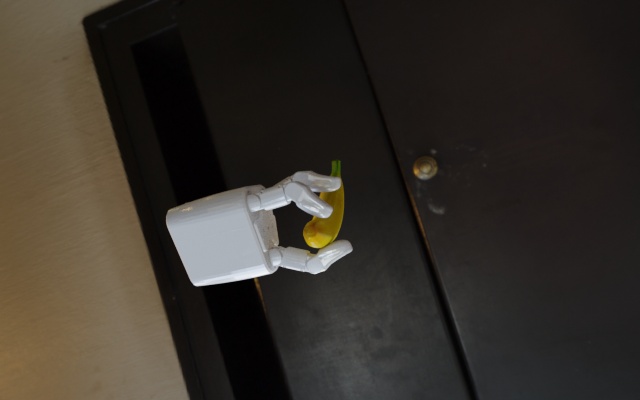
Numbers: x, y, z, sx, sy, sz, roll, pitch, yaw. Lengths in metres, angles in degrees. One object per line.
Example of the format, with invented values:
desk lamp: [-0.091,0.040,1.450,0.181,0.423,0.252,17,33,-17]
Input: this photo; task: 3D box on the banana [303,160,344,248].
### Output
banana: [0.005,0.017,0.627,0.037,0.070,0.197,-9,27,14]
